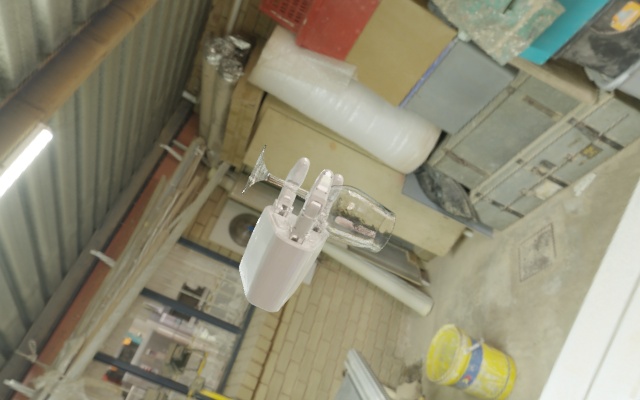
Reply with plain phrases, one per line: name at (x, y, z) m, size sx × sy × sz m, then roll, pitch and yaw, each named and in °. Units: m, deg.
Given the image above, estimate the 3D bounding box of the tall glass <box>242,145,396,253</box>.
tall glass at (0.000, 0.002, 0.647) m, size 0.201 × 0.079 × 0.079 m, roll 25°, pitch -4°, yaw -8°
